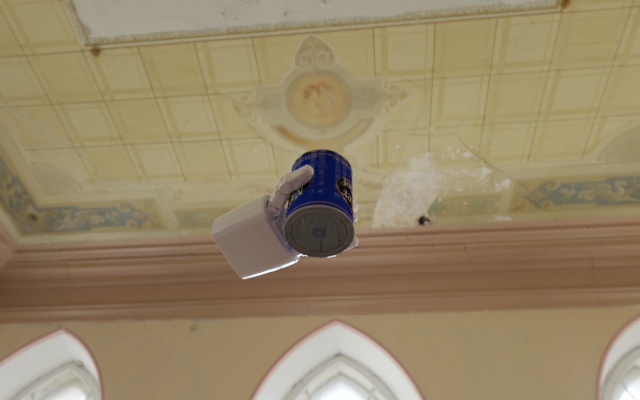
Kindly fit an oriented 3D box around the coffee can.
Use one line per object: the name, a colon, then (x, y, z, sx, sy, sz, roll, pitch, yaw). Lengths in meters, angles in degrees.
coffee can: (0.000, 0.002, 0.739, 0.103, 0.103, 0.140, 0, 41, 3)
